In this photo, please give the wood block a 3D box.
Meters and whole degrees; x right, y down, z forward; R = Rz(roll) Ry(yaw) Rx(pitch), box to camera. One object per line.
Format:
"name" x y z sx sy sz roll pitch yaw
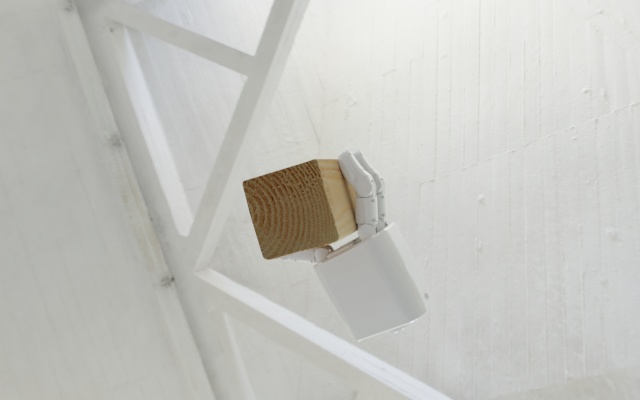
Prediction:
"wood block" 0.000 0.002 0.589 0.091 0.090 0.206 -16 -1 19
